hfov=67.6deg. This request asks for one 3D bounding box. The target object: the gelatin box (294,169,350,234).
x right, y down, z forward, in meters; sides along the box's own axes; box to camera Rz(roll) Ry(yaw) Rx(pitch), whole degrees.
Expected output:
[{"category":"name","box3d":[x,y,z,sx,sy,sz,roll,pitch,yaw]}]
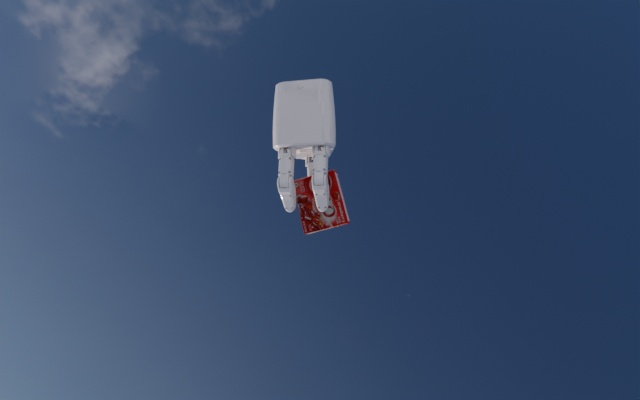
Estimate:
[{"category":"gelatin box","box3d":[0.000,0.003,0.761,0.073,0.089,0.030,-15,-5,9]}]
